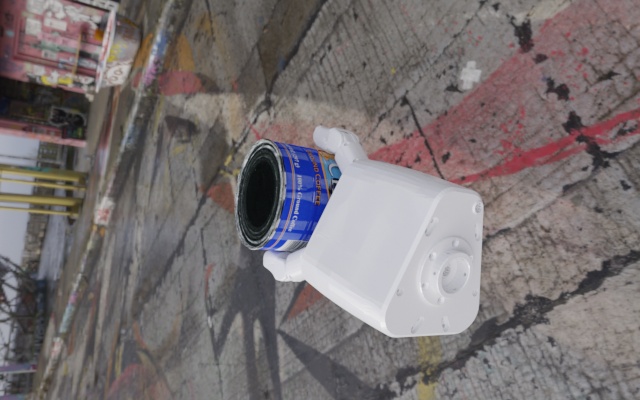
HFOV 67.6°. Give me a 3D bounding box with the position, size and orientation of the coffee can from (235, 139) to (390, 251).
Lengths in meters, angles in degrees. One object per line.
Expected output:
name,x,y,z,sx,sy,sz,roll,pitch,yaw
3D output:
coffee can,0.000,0.001,0.473,0.140,0.103,0.103,7,-4,-32
